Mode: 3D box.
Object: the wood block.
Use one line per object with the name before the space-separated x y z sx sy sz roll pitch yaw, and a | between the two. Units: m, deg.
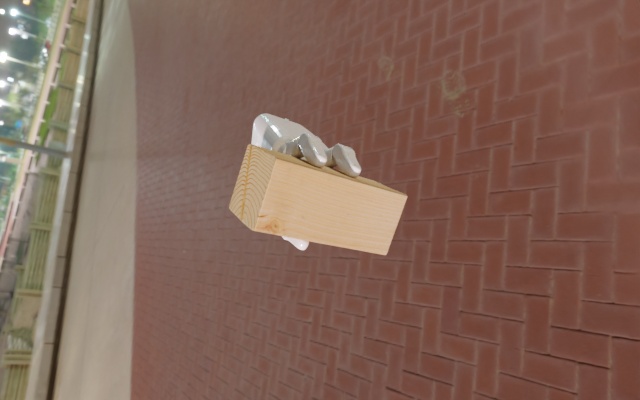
wood block | 0.000 0.002 0.628 0.206 0.091 0.090 14 10 -33
